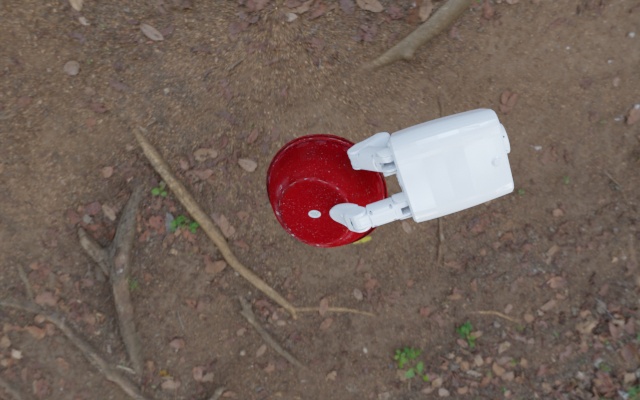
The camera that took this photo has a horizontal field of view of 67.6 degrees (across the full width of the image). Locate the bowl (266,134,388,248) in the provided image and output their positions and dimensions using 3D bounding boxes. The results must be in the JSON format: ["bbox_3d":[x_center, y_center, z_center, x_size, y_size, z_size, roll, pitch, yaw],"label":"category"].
[{"bbox_3d":[-0.001,0.003,0.595,0.162,0.162,0.055,0,28,16],"label":"bowl"}]
